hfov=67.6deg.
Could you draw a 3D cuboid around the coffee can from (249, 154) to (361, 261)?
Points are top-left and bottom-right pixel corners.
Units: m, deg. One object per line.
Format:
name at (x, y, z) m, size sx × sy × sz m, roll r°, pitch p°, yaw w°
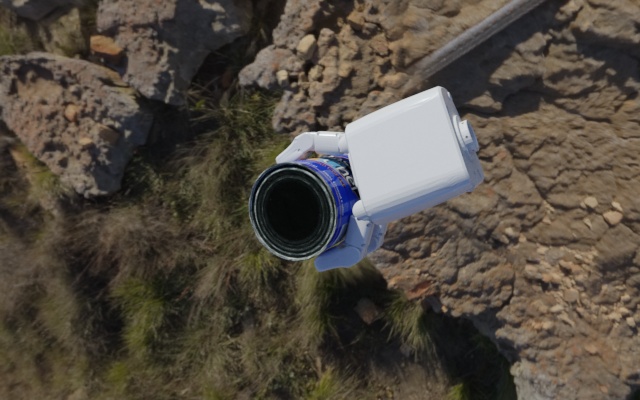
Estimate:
coffee can at (0.000, 0.002, 0.543) m, size 0.103 × 0.103 × 0.140 m, roll 0°, pitch 8°, yaw 26°
